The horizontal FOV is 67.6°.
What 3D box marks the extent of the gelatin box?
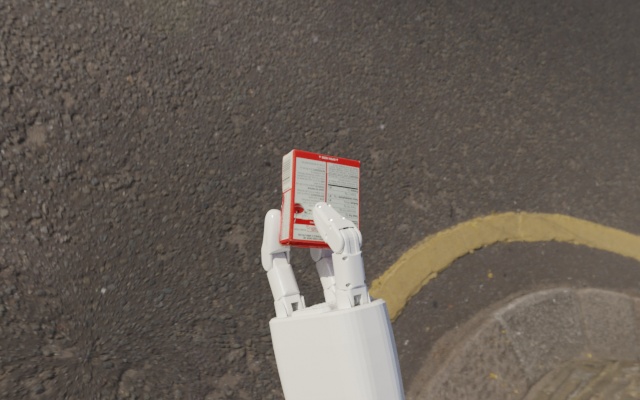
[{"bbox_3d":[0.000,0.001,0.457,0.073,0.089,0.030,7,-13,-26],"label":"gelatin box"}]
